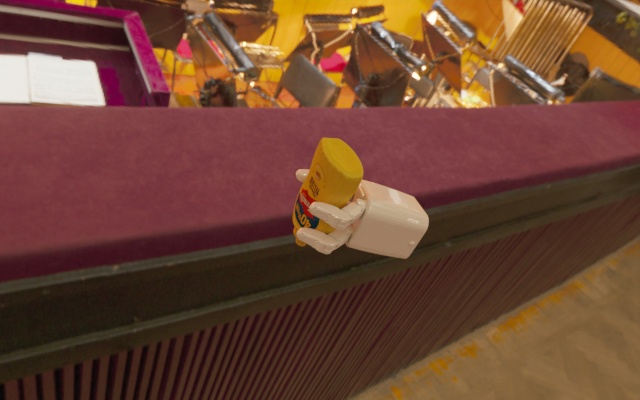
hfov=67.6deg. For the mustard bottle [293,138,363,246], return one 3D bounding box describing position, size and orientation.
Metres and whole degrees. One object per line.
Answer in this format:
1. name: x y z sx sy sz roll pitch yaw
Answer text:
1. mustard bottle: 0.000 0.002 0.754 0.058 0.192 0.096 -2 44 -31
